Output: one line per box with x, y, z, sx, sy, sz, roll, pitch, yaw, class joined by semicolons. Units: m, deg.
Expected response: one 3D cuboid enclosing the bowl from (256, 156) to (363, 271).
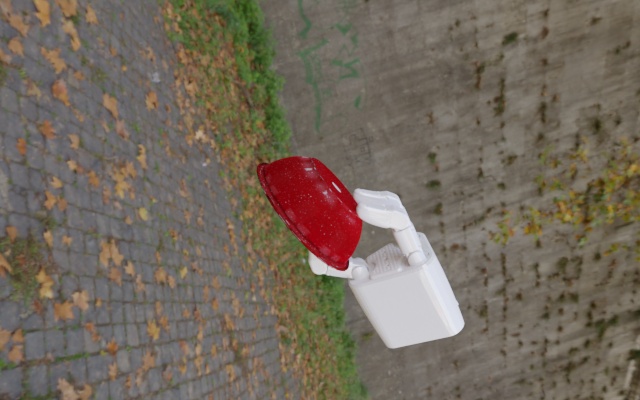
0.000;0.001;0.556;0.055;0.162;0.162;-40;-10;12;bowl
